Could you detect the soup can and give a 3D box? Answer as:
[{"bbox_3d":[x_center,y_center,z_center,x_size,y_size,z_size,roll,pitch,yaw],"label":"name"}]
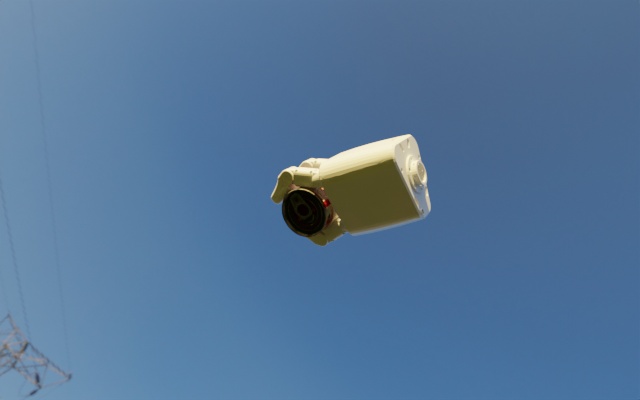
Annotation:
[{"bbox_3d":[0.000,0.002,0.678,0.068,0.068,0.102,0,17,29],"label":"soup can"}]
